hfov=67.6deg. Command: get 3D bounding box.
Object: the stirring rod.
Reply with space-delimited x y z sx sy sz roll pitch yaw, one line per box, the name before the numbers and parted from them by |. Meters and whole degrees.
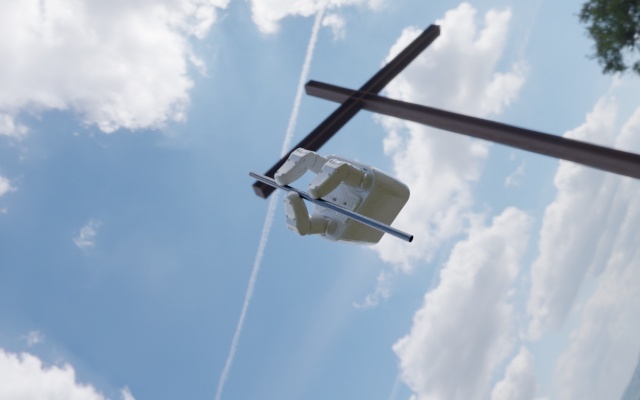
stirring rod | 0.000 0.002 0.538 0.239 0.011 0.011 22 14 37
